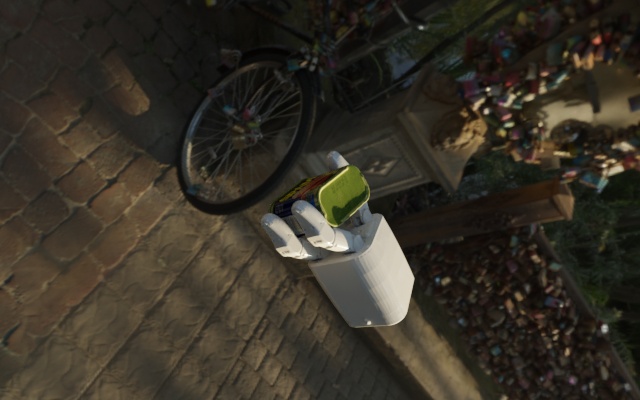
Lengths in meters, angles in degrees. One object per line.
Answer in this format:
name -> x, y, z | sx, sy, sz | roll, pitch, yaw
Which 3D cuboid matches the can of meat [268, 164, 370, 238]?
can of meat -> 0.000, 0.002, 0.588 | 0.084, 0.057, 0.102 | -17, 16, 42
